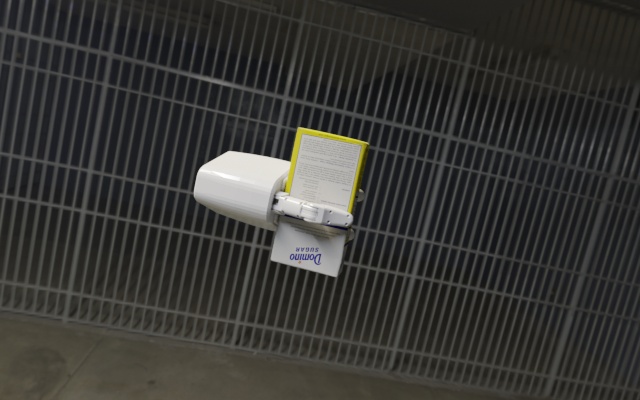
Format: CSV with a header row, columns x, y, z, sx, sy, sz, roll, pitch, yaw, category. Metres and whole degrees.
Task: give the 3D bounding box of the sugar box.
x,y,z,sx,sy,sz,roll,pitch,yaw,category
0.000,0.002,0.621,0.093,0.176,0.048,14,6,11,sugar box
